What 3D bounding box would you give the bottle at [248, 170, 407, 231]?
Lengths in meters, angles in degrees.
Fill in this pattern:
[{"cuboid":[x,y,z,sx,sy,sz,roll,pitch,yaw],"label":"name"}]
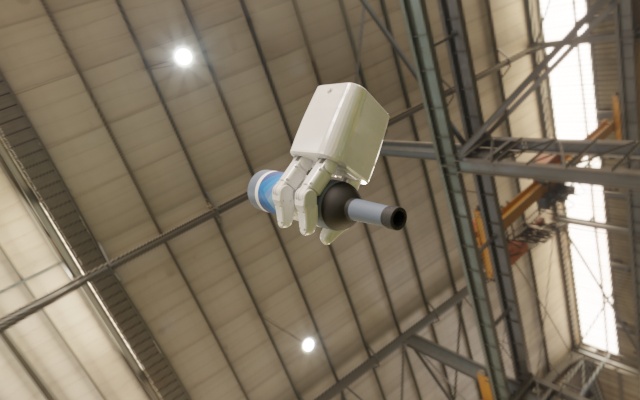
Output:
[{"cuboid":[0.000,0.002,0.657,0.069,0.069,0.295,0,7,-38],"label":"bottle"}]
